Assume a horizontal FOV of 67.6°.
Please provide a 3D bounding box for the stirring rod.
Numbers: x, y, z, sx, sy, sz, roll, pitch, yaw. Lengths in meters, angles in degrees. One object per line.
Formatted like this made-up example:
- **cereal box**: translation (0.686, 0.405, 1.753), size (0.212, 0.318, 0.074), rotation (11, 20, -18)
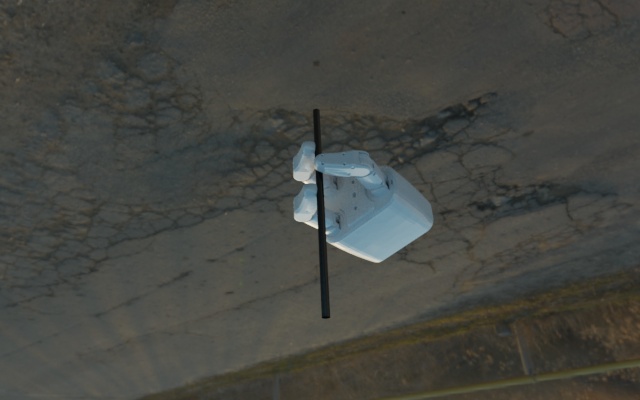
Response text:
- **stirring rod**: translation (0.000, 0.002, 0.493), size (0.011, 0.239, 0.011), rotation (-2, -29, -1)
